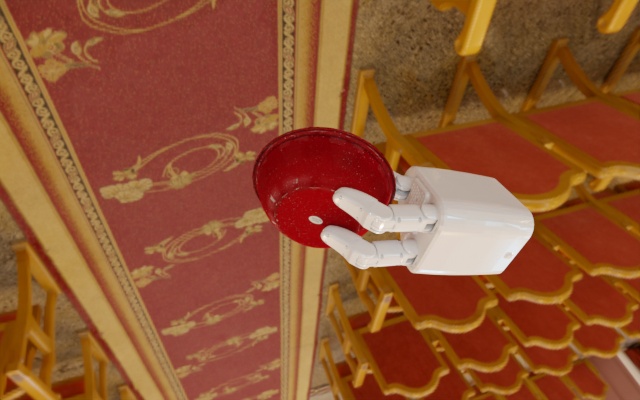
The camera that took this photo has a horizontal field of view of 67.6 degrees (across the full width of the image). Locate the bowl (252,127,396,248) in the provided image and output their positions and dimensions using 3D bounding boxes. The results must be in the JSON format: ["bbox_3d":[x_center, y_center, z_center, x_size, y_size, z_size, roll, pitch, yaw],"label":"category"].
[{"bbox_3d":[-0.001,0.002,0.517,0.162,0.162,0.055,0,43,10],"label":"bowl"}]
